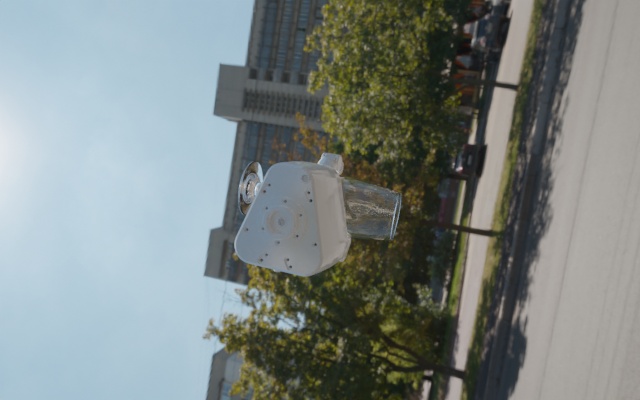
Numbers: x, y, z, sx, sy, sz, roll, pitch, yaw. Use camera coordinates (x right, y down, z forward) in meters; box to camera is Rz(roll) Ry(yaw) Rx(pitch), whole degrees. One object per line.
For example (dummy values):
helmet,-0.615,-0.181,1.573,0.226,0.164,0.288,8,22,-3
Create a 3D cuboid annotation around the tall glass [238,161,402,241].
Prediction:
tall glass,-0.001,0.002,0.619,0.201,0.079,0.079,11,3,14
